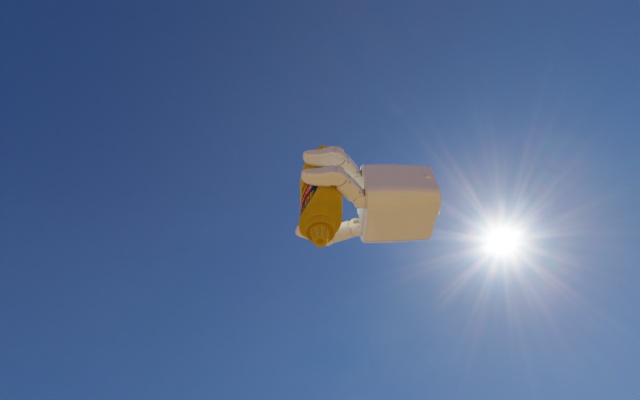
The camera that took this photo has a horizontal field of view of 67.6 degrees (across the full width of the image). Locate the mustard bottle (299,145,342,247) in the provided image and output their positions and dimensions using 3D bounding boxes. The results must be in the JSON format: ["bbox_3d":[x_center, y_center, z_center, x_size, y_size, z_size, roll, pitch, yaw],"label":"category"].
[{"bbox_3d":[0.000,0.002,0.703,0.058,0.096,0.191,19,31,-13],"label":"mustard bottle"}]
